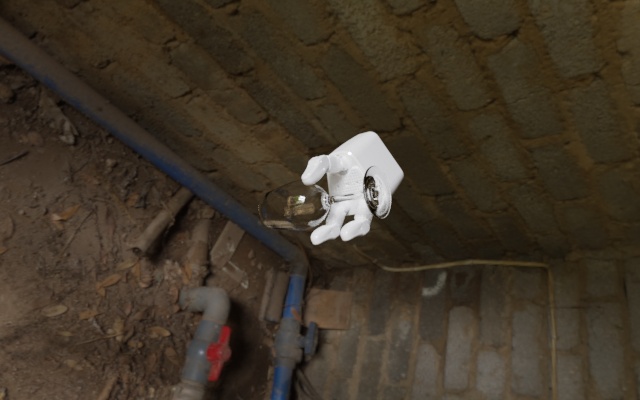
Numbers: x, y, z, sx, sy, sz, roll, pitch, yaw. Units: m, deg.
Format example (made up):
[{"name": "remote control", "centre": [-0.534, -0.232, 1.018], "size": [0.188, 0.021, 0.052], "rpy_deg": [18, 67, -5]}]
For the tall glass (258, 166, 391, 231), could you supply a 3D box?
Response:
[{"name": "tall glass", "centre": [0.001, 0.002, 0.715], "size": [0.201, 0.079, 0.079], "rpy_deg": [-10, -6, 36]}]
